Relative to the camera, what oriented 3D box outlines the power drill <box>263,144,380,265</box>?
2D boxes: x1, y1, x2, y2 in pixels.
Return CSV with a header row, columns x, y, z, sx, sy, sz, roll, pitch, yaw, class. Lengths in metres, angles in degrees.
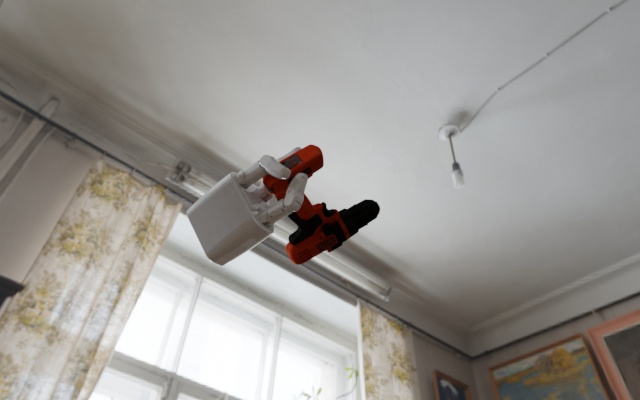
x,y,z,sx,sy,sz,roll,pitch,yaw,class
0.000,0.002,0.808,0.184,0.188,0.057,-31,32,-8,power drill
